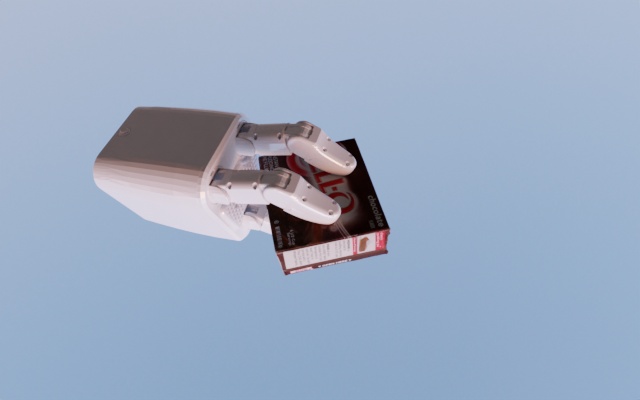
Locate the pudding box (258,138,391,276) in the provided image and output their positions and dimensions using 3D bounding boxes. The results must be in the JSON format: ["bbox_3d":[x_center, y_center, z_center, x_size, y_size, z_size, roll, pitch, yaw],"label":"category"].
[{"bbox_3d":[0.000,0.001,0.404,0.090,0.113,0.039,-12,-39,-4],"label":"pudding box"}]
